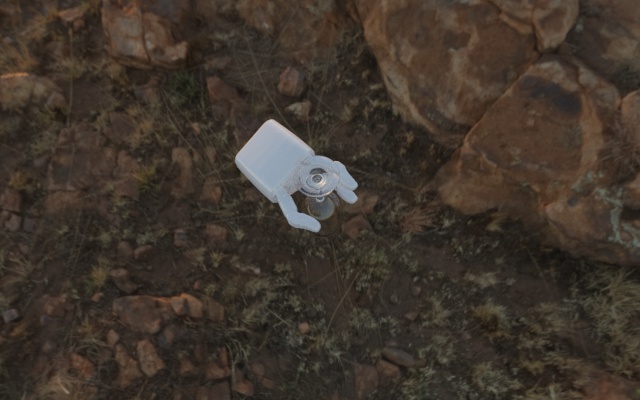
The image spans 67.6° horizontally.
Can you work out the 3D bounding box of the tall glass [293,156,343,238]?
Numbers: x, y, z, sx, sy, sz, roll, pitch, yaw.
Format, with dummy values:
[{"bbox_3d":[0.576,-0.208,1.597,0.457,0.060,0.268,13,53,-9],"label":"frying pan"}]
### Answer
[{"bbox_3d":[0.000,0.003,0.846,0.079,0.079,0.201,0,-26,4],"label":"tall glass"}]
